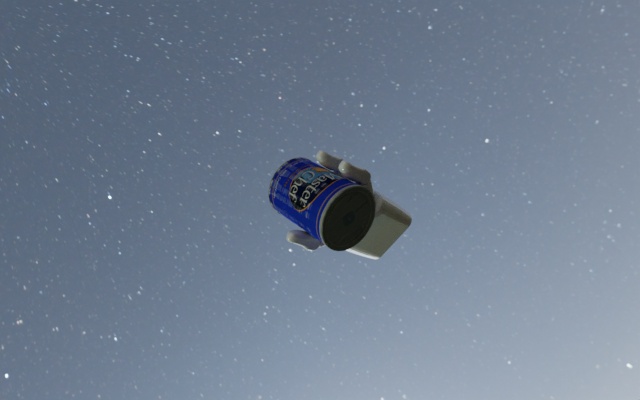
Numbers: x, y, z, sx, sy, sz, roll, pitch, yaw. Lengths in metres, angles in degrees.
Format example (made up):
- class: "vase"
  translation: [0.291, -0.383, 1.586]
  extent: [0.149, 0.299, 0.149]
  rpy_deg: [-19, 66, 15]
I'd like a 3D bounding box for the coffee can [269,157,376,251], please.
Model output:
- class: "coffee can"
  translation: [0.000, 0.002, 0.737]
  extent: [0.103, 0.103, 0.140]
  rpy_deg: [0, 21, -41]
